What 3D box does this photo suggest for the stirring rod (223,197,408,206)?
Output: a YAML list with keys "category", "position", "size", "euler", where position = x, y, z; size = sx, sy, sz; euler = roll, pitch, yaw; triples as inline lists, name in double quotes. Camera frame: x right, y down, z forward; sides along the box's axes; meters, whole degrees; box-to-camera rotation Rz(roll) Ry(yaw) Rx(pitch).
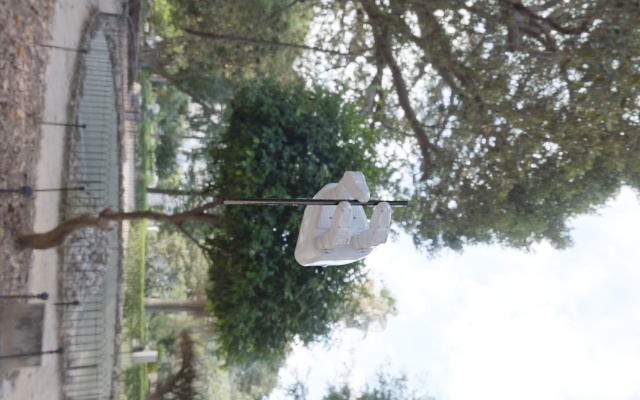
- category: "stirring rod"
  position: [0.000, 0.002, 0.598]
  size: [0.239, 0.011, 0.011]
  euler: [1, 0, -18]
